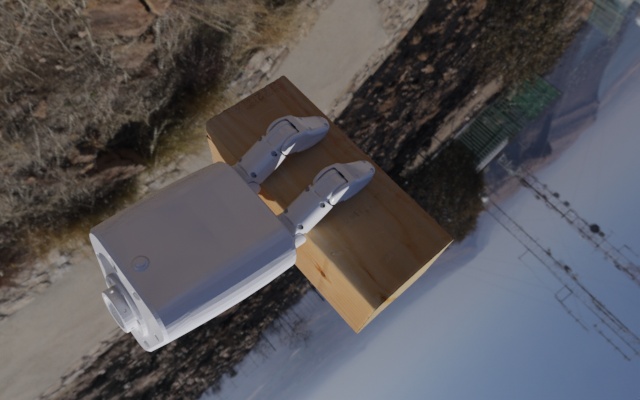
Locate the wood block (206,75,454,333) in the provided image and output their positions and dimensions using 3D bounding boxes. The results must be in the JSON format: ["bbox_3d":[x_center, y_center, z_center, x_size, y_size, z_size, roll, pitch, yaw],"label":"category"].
[{"bbox_3d":[0.000,0.002,0.422,0.090,0.206,0.091,-37,-18,-21],"label":"wood block"}]
